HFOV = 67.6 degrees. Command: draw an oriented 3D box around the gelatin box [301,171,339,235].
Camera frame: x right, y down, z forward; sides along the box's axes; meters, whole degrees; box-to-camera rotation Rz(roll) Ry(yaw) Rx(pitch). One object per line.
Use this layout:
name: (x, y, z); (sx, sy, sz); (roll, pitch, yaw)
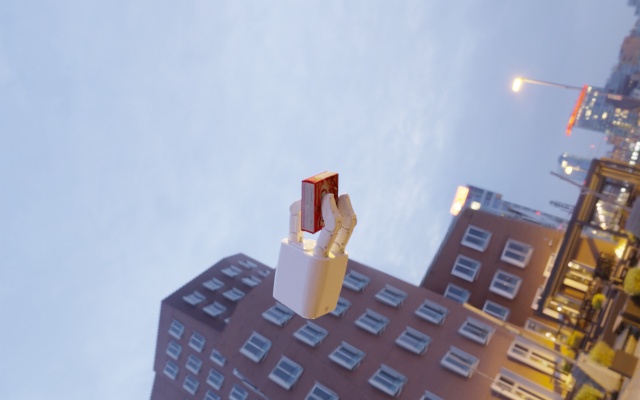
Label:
gelatin box: (0.000, 0.002, 0.786); (0.030, 0.089, 0.073); (12, 21, 32)
